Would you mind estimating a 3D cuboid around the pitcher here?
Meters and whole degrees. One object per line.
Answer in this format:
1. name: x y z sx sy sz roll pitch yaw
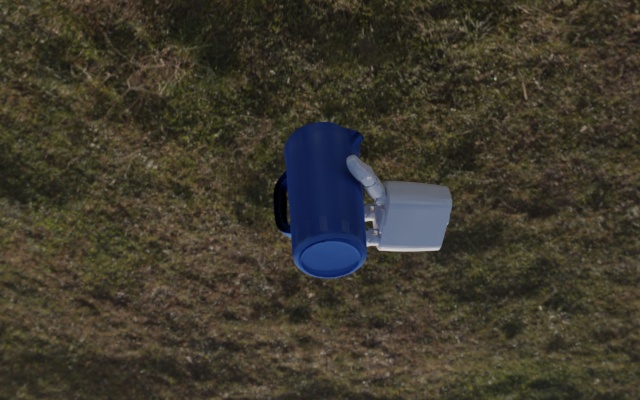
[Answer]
1. pitcher: 0.000 0.002 0.766 0.145 0.242 0.149 4 -44 -8
